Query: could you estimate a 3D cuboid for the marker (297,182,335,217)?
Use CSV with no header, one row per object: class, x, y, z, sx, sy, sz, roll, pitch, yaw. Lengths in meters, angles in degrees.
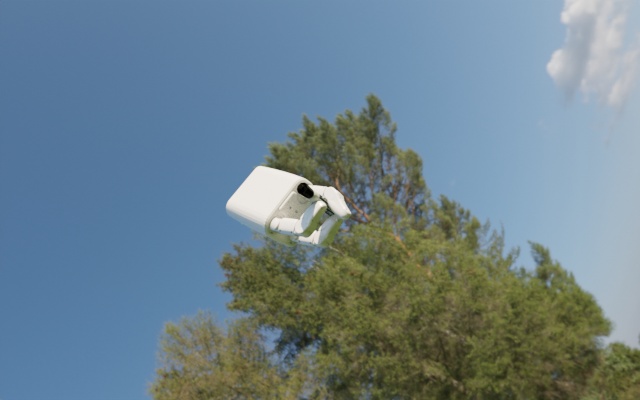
marker,0.000,0.002,0.735,0.020,0.020,0.121,0,-22,32
